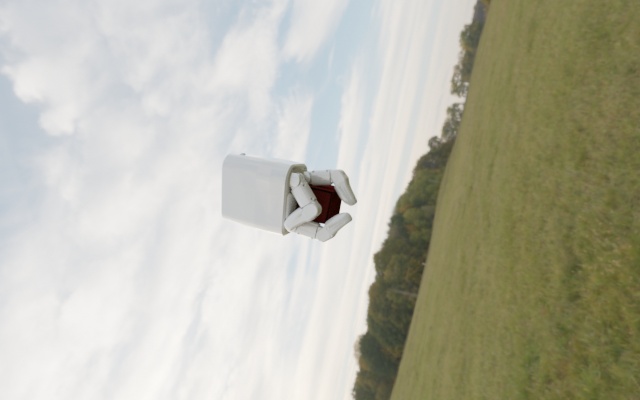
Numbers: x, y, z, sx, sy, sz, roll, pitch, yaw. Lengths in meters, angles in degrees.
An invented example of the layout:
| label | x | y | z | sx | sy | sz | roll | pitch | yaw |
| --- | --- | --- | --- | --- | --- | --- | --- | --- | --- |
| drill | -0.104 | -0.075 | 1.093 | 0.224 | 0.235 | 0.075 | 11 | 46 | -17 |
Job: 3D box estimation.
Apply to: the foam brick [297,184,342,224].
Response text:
| label | x | y | z | sx | sy | sz | roll | pitch | yaw |
| --- | --- | --- | --- | --- | --- | --- | --- | --- | --- |
| foam brick | 0.000 | 0.003 | 0.748 | 0.051 | 0.053 | 0.078 | 12 | 8 | 14 |
